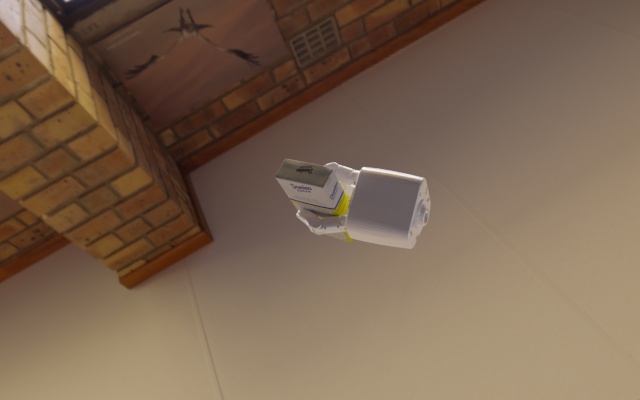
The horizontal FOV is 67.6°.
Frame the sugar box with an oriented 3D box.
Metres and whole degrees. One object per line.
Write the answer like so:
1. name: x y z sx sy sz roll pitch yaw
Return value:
1. sugar box: 0.001 0.002 0.813 0.093 0.048 0.176 14 -29 28
